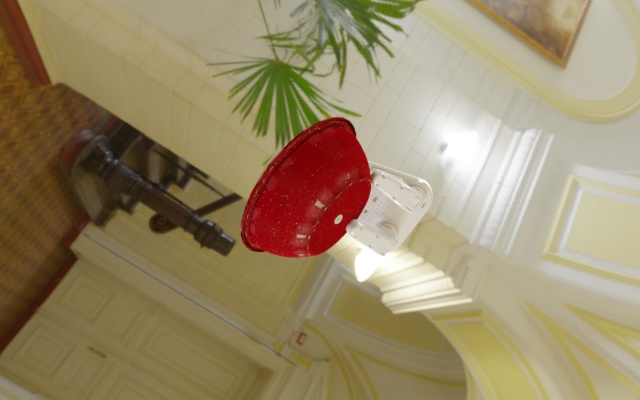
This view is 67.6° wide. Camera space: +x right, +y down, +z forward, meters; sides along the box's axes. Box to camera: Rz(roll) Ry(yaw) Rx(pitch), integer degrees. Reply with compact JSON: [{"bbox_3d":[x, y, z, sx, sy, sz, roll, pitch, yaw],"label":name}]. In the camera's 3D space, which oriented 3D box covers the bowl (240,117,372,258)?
[{"bbox_3d":[0.000,0.002,0.466,0.055,0.162,0.162,39,17,22],"label":"bowl"}]
